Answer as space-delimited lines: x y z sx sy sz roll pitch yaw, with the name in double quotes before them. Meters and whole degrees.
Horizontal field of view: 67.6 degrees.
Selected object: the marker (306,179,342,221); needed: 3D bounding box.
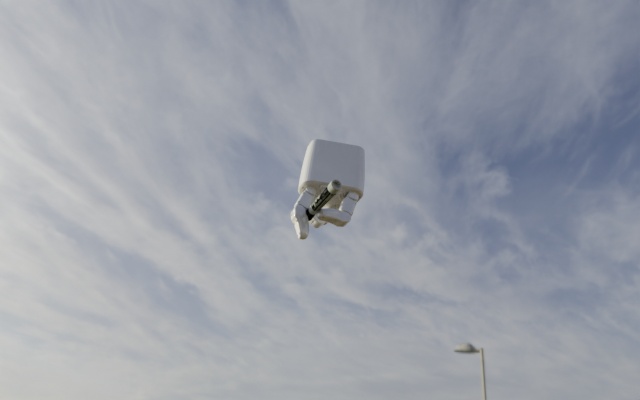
"marker" 0.000 0.003 0.792 0.020 0.020 0.121 0 -28 -28
